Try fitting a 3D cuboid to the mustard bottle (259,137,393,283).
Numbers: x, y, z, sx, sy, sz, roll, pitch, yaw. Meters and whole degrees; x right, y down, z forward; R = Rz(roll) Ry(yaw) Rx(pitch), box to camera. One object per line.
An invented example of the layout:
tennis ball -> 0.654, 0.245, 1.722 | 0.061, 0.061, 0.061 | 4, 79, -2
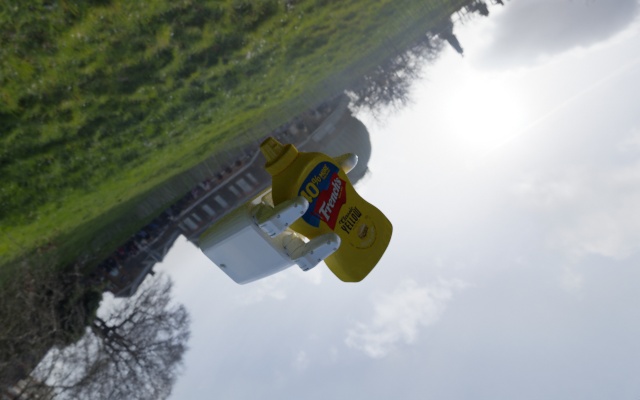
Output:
mustard bottle -> 0.000, 0.002, 0.555 | 0.192, 0.096, 0.058 | 47, -28, -20
